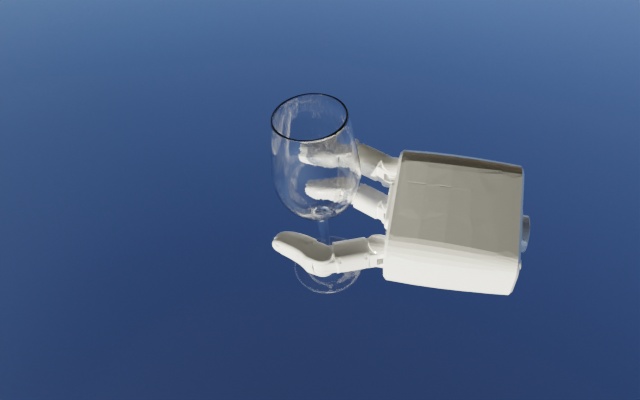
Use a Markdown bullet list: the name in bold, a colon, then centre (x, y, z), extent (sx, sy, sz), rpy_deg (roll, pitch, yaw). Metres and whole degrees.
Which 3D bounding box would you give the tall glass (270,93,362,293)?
- **tall glass**: centre (0.000, 0.002, 0.444), extent (0.079, 0.079, 0.201), rpy_deg (0, -43, 7)
